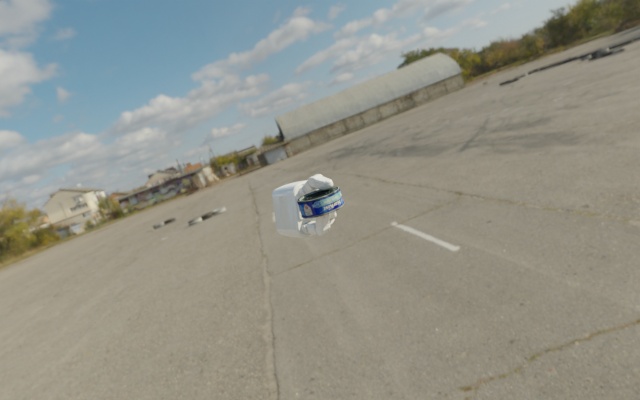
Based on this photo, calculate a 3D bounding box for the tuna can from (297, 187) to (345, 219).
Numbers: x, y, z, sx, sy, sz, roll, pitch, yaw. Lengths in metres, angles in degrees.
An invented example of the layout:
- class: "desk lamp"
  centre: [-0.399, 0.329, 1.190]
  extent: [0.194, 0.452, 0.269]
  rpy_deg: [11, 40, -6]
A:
- class: "tuna can"
  centre: [0.000, 0.002, 0.898]
  extent: [0.086, 0.034, 0.086]
  rpy_deg: [-17, 12, 4]
